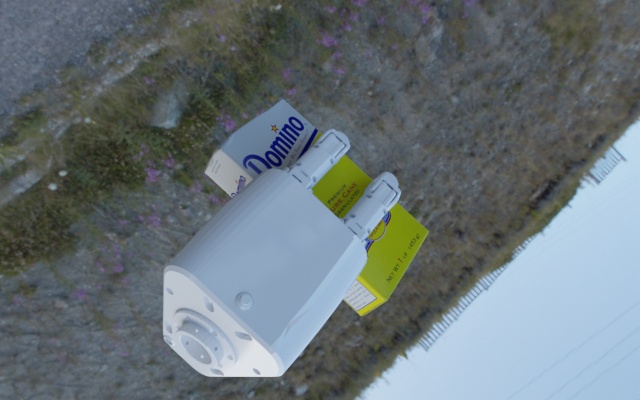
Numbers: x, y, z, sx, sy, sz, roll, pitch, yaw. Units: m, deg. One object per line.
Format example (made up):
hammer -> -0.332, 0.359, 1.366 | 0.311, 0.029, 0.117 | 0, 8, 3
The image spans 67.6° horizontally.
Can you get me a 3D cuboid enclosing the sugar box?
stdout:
sugar box -> 0.000, 0.001, 0.402 | 0.093, 0.176, 0.048 | -48, 2, -42
